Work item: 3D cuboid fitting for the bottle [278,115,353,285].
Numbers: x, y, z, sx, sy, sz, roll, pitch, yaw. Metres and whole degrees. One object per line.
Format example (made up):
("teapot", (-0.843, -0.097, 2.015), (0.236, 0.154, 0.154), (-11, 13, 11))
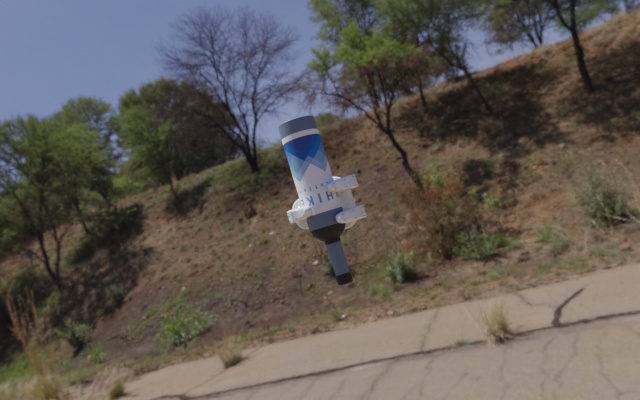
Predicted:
("bottle", (0.000, 0.002, 0.833), (0.069, 0.295, 0.069), (-17, -2, -1))
